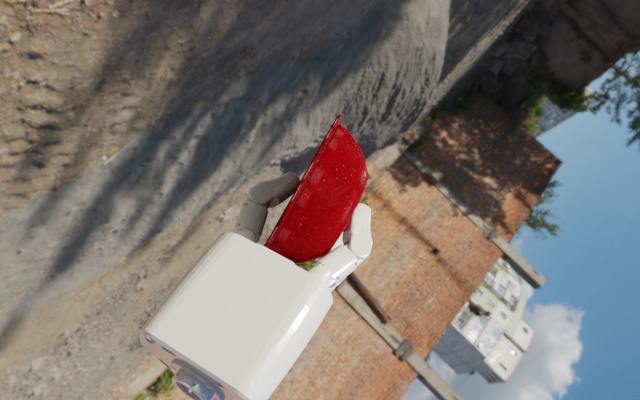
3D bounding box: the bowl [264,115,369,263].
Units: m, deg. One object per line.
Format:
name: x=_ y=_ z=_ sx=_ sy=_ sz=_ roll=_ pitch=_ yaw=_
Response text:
bowl: x=0.001 y=0.001 z=0.458 sx=0.055 sy=0.162 sz=0.162 roll=29 pitch=-2 yaw=-3
